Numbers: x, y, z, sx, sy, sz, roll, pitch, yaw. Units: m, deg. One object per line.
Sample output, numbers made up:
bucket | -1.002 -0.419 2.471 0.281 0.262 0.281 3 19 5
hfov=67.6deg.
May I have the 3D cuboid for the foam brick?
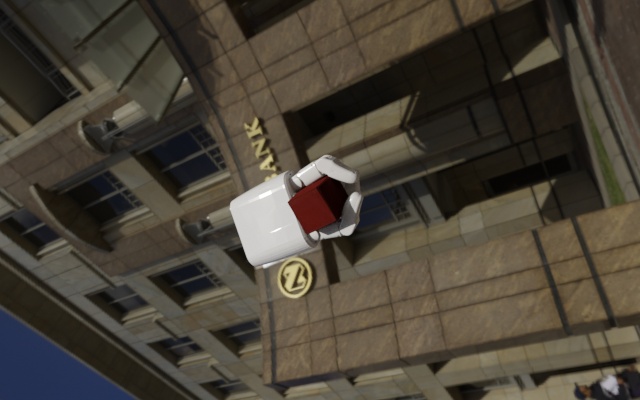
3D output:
foam brick | 0.000 0.002 0.651 0.051 0.053 0.078 -26 9 25
